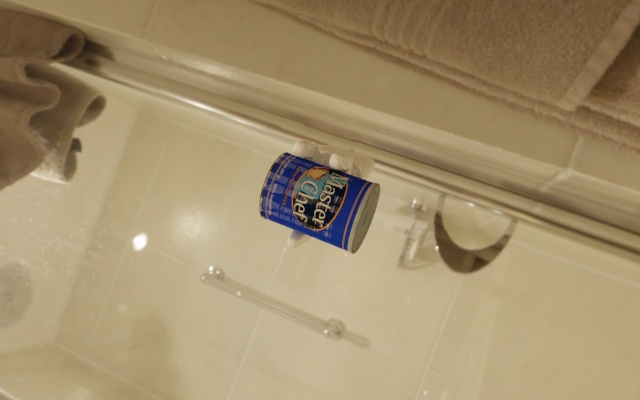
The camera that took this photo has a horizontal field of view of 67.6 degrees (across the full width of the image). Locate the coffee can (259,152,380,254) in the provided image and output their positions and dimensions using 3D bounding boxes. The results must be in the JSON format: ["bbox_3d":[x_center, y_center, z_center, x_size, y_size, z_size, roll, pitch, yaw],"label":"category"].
[{"bbox_3d":[0.000,0.002,0.669,0.140,0.103,0.103,20,5,15],"label":"coffee can"}]
